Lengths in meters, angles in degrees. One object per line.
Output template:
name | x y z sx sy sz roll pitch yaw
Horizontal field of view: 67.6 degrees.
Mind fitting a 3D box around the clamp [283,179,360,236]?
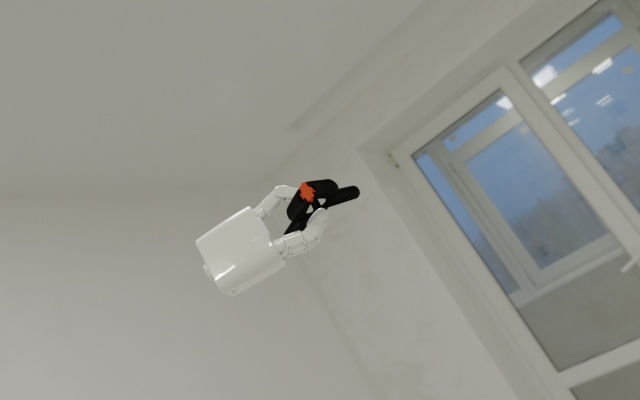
clamp | -0.001 0.002 0.801 0.164 0.036 0.210 -34 -14 -8
